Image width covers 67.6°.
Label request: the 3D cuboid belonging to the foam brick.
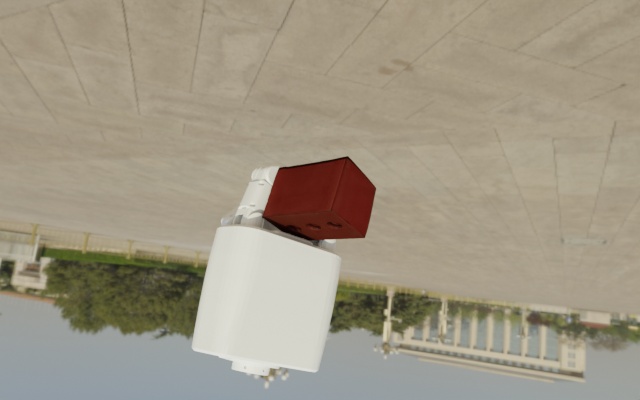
[{"bbox_3d":[0.000,0.001,0.414,0.078,0.051,0.053,-7,-33,38],"label":"foam brick"}]
